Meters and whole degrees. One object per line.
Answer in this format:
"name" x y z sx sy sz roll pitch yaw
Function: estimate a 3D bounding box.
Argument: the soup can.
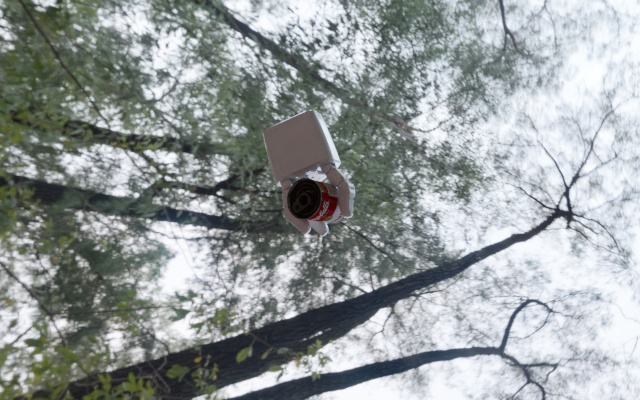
"soup can" 0.001 0.003 0.812 0.068 0.068 0.102 0 -7 33
